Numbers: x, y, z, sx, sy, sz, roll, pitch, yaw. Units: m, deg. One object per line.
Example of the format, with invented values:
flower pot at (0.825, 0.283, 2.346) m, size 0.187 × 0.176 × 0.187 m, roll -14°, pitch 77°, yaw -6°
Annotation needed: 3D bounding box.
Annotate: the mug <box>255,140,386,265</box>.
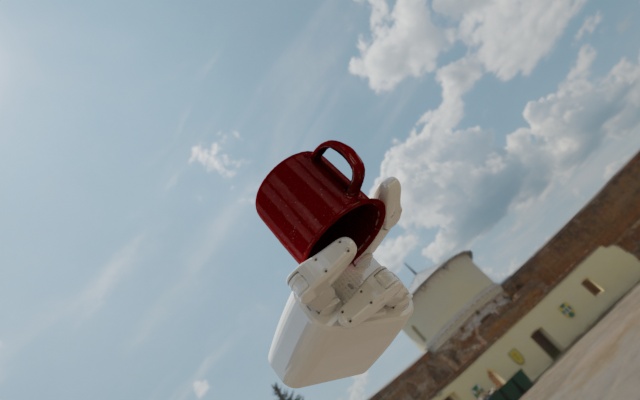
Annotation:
mug at (0.000, 0.000, 0.413) m, size 0.093 × 0.117 × 0.081 m, roll -15°, pitch 50°, yaw -41°
